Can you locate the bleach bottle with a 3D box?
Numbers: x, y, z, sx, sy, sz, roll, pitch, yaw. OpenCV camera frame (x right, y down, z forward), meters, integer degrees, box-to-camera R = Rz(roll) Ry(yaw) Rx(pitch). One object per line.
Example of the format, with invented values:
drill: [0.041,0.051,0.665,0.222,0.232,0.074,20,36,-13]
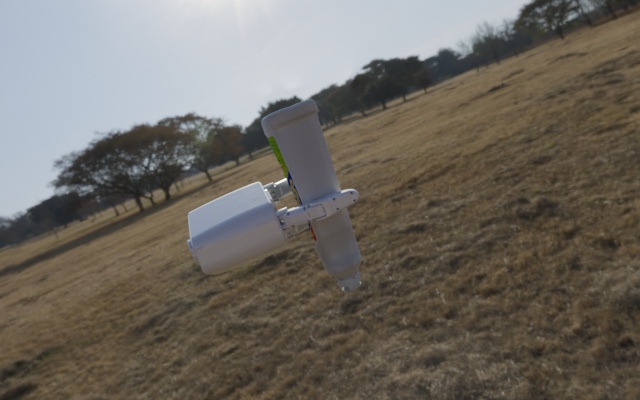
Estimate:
bleach bottle: [0.000,0.002,0.616,0.068,0.251,0.102,-23,10,-9]
